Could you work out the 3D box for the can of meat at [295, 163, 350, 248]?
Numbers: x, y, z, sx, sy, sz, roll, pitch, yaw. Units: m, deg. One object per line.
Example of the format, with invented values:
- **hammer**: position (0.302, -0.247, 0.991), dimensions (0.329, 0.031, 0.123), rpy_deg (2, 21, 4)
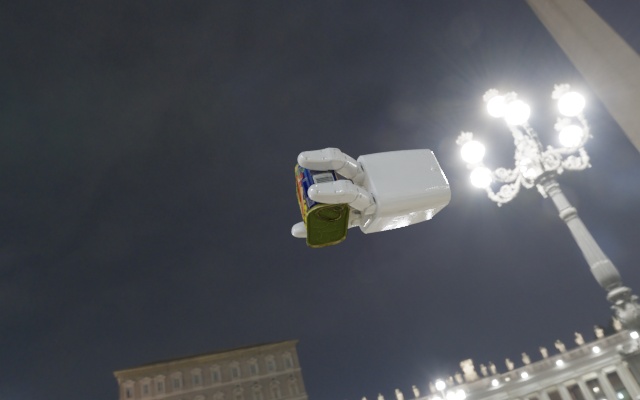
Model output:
- **can of meat**: position (0.000, 0.002, 0.653), dimensions (0.057, 0.084, 0.102), rpy_deg (-11, -34, -8)
